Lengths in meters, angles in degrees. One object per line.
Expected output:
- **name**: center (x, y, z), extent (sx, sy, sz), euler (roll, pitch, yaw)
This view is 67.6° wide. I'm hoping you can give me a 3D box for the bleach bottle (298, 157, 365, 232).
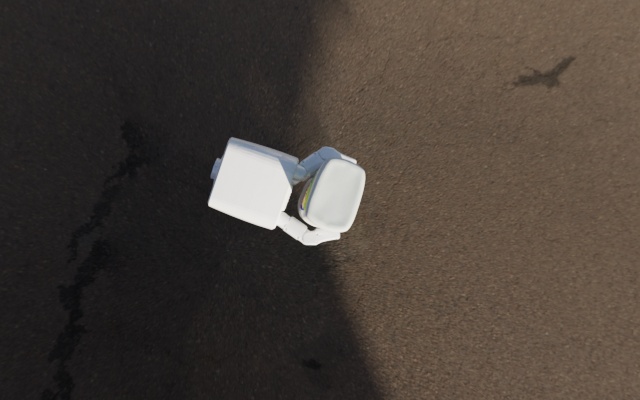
- **bleach bottle**: center (0.000, 0.002, 0.751), extent (0.068, 0.102, 0.251), euler (21, -9, -8)
